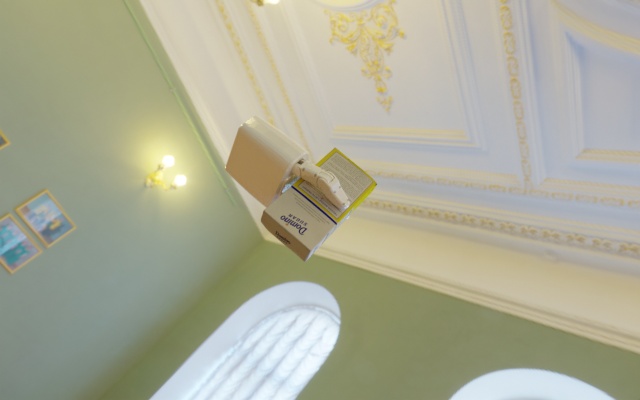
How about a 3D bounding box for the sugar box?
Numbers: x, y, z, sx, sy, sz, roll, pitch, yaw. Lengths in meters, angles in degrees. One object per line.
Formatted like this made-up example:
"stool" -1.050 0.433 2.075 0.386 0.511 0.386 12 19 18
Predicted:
"sugar box" 0.000 0.003 0.732 0.176 0.093 0.048 -43 -12 -31
